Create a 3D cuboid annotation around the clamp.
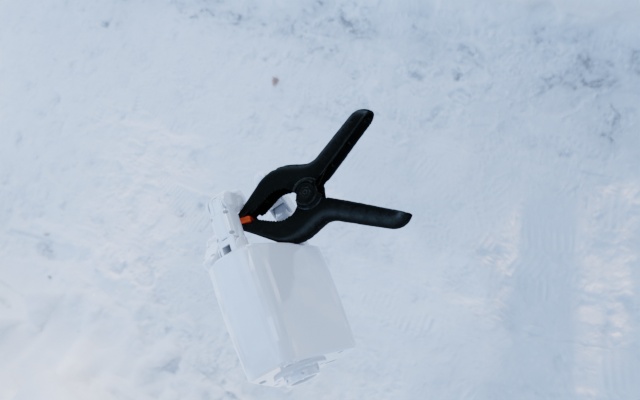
[{"bbox_3d":[0.000,0.001,0.456,0.171,0.120,0.039,-32,-27,15],"label":"clamp"}]
